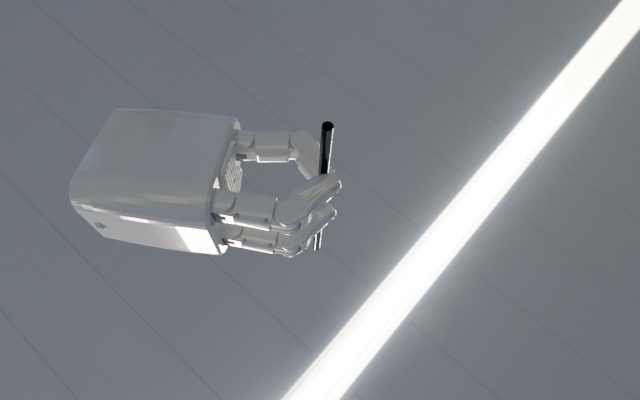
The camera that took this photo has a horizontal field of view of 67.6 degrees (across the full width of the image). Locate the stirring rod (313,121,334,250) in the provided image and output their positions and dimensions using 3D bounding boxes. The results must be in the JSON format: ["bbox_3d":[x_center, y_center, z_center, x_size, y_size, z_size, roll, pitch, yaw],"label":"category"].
[{"bbox_3d":[0.000,0.001,0.425,0.011,0.011,0.240,0,-25,-2],"label":"stirring rod"}]
